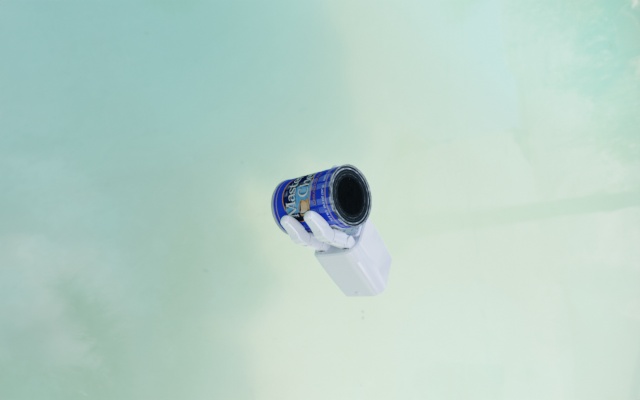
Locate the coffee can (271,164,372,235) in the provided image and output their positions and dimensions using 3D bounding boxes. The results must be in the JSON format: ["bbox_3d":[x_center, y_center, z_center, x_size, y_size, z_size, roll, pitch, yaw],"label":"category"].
[{"bbox_3d":[0.000,0.002,0.803,0.140,0.103,0.103,-12,-8,43],"label":"coffee can"}]
